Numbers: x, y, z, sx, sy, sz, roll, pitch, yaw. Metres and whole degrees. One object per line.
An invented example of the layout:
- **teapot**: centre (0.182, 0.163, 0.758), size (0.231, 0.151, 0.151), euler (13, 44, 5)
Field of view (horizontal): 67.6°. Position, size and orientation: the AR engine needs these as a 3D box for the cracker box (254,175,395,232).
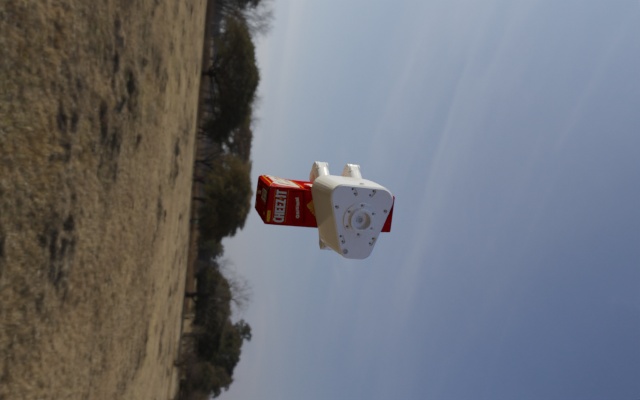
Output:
- **cracker box**: centre (0.000, 0.003, 0.842), size (0.214, 0.072, 0.164), euler (6, 6, -14)
